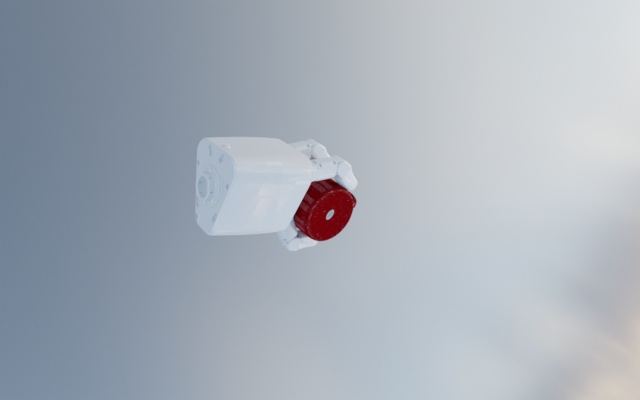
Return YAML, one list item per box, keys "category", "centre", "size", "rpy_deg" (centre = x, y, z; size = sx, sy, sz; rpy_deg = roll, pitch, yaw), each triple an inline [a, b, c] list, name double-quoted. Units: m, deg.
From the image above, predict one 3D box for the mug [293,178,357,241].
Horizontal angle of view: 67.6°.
- category: "mug"
  centre: [0.001, 0.002, 0.663]
  size: [0.117, 0.093, 0.081]
  rpy_deg: [-5, 30, -39]
